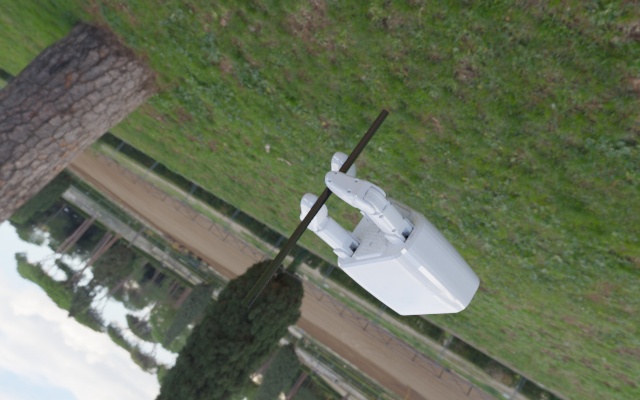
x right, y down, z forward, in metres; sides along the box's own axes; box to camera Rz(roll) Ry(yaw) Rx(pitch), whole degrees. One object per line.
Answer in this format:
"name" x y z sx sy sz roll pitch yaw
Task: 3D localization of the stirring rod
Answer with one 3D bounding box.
"stirring rod" 0.000 0.001 0.461 0.011 0.239 0.011 33 -17 11
